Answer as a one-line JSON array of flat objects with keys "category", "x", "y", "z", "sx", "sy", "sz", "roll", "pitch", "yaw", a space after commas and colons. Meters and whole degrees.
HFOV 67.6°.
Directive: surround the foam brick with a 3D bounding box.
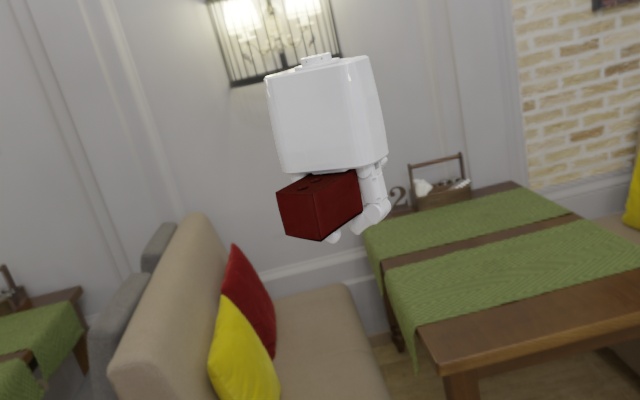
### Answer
[{"category": "foam brick", "x": 0.000, "y": 0.002, "z": 0.505, "sx": 0.053, "sy": 0.051, "sz": 0.078, "roll": 5, "pitch": 26, "yaw": 40}]
